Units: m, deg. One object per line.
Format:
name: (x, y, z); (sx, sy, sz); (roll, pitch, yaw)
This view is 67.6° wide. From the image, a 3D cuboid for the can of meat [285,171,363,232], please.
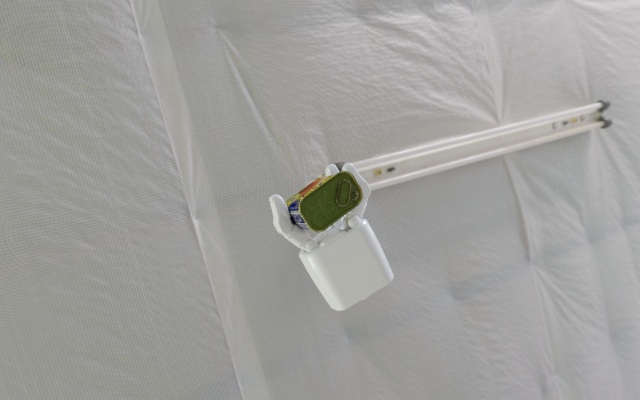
can of meat: (0.000, 0.002, 0.723); (0.102, 0.057, 0.084); (-36, 12, -21)
